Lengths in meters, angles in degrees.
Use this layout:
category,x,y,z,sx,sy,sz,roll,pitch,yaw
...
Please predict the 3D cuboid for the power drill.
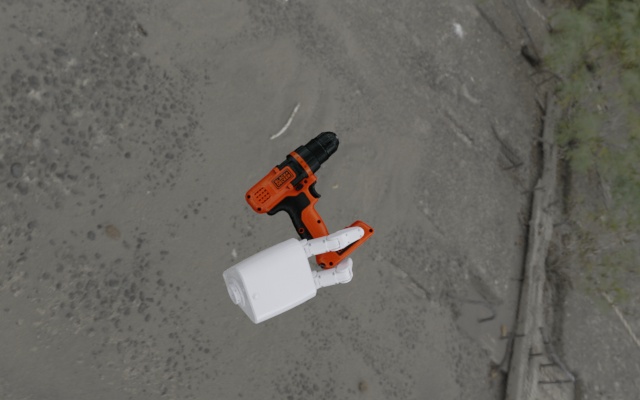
category,x,y,z,sx,sy,sz,roll,pitch,yaw
power drill,0.000,0.003,0.780,0.184,0.187,0.057,-40,-1,-7
